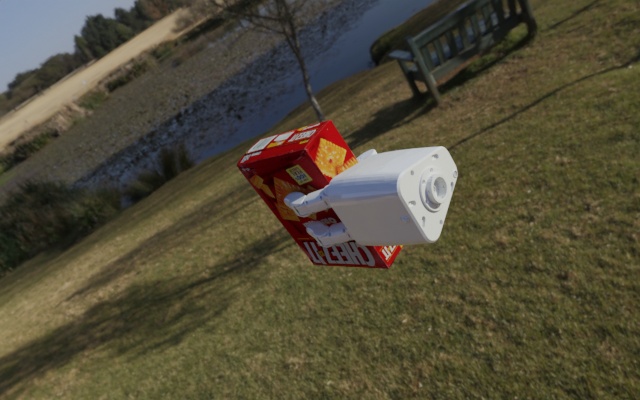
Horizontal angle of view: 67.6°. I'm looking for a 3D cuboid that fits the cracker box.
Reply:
[{"bbox_3d":[0.000,0.002,0.681,0.164,0.214,0.072,-5,38,49],"label":"cracker box"}]
